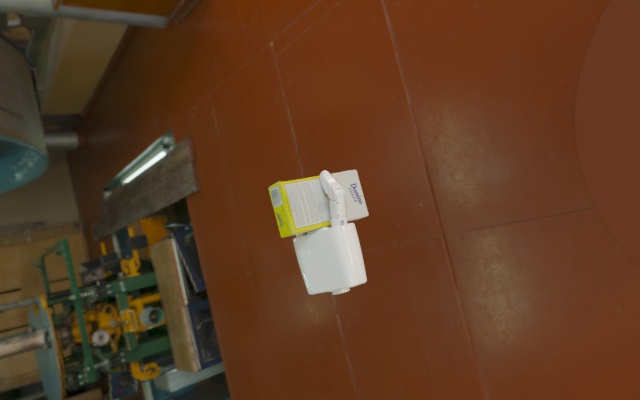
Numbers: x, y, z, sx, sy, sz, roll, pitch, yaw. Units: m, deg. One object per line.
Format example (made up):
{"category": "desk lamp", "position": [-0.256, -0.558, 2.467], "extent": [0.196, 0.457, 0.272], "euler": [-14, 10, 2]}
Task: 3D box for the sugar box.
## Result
{"category": "sugar box", "position": [0.000, 0.003, 0.855], "extent": [0.176, 0.093, 0.048], "euler": [-10, -7, -40]}
